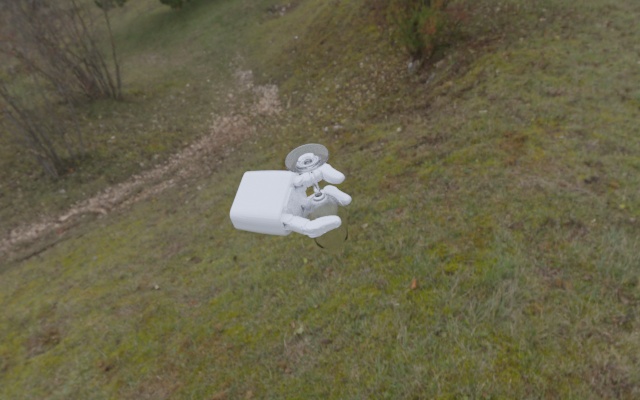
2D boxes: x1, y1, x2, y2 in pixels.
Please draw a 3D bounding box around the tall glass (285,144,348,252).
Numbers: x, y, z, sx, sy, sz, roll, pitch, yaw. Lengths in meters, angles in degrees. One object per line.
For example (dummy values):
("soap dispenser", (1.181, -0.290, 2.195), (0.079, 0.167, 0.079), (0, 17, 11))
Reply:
("tall glass", (0.000, 0.002, 0.836), (0.079, 0.201, 0.079), (-10, 41, 9))
